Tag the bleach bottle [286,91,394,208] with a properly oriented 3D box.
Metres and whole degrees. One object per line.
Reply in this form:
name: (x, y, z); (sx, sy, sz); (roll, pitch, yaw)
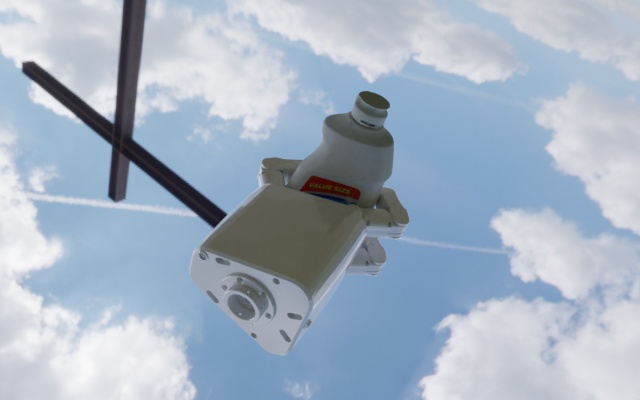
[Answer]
bleach bottle: (0.000, 0.002, 0.483); (0.102, 0.251, 0.068); (30, 38, 9)
